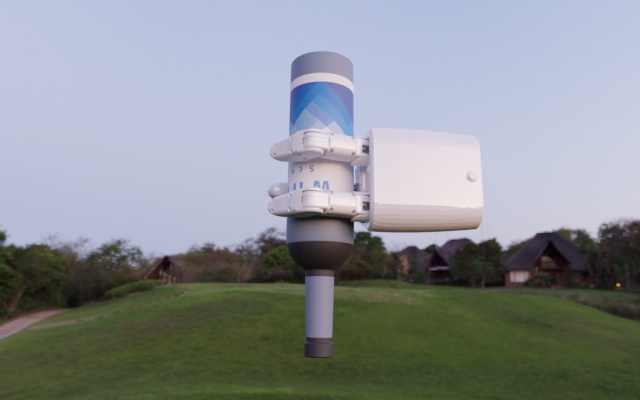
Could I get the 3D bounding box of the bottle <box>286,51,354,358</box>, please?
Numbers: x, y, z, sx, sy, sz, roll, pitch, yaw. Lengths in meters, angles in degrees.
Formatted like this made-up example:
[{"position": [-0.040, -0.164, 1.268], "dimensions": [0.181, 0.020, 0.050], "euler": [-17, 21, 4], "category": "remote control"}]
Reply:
[{"position": [0.000, 0.001, 0.475], "dimensions": [0.069, 0.295, 0.069], "euler": [1, -13, 0], "category": "bottle"}]
